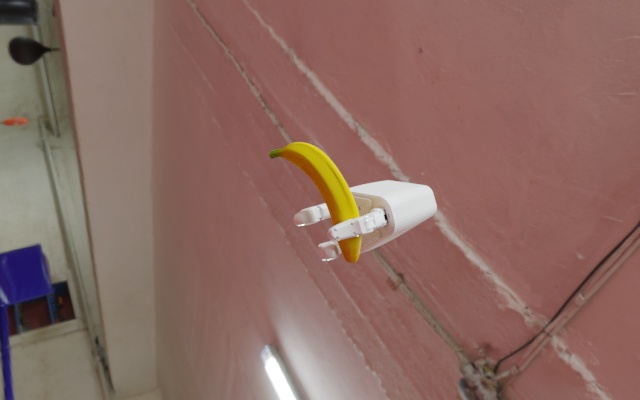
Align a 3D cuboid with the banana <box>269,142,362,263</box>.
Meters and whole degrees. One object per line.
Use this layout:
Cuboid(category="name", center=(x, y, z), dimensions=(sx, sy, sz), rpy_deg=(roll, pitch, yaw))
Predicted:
Cuboid(category="banana", center=(0.008, -0.011, 0.650), dimensions=(0.037, 0.197, 0.070), rpy_deg=(-21, -20, -47))
